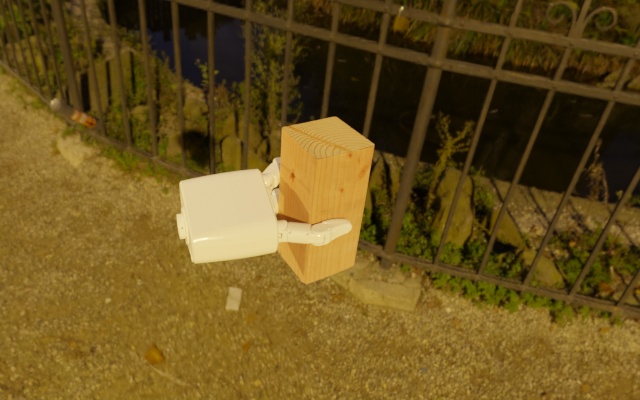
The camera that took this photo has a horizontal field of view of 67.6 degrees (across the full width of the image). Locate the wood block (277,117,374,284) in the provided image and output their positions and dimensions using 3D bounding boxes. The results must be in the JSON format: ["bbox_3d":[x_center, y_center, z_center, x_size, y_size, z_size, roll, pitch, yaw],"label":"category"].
[{"bbox_3d":[0.000,0.002,0.665,0.090,0.206,0.090,-16,41,-28],"label":"wood block"}]
